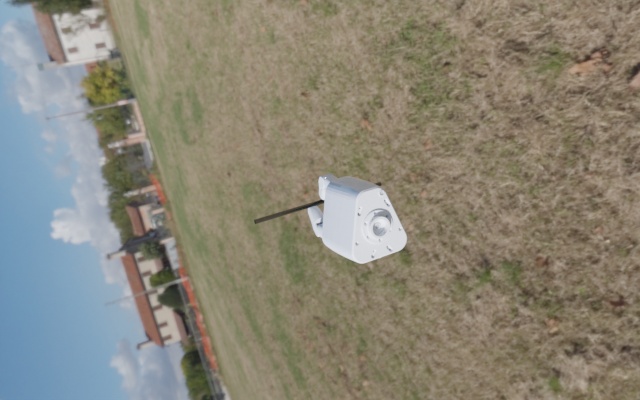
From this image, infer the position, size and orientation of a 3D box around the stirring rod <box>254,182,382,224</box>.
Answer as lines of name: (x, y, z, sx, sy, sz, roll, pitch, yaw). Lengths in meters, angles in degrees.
stirring rod: (0.000, 0.003, 0.831, 0.239, 0.011, 0.011, -17, 5, -19)
